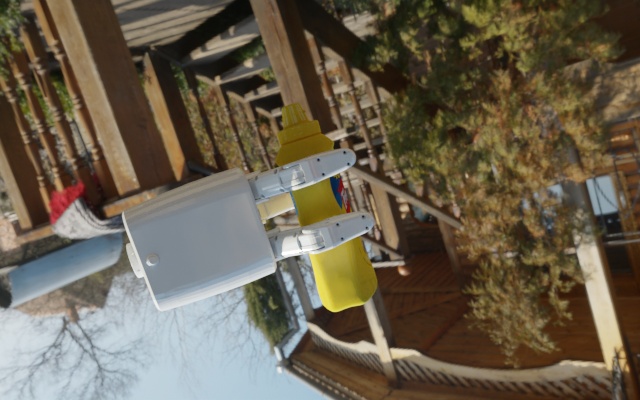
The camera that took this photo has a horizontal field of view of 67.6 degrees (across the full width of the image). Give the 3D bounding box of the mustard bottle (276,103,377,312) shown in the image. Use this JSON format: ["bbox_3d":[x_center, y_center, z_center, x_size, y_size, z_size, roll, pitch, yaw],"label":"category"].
[{"bbox_3d":[0.000,0.002,0.458,0.058,0.191,0.096,-17,7,8],"label":"mustard bottle"}]
